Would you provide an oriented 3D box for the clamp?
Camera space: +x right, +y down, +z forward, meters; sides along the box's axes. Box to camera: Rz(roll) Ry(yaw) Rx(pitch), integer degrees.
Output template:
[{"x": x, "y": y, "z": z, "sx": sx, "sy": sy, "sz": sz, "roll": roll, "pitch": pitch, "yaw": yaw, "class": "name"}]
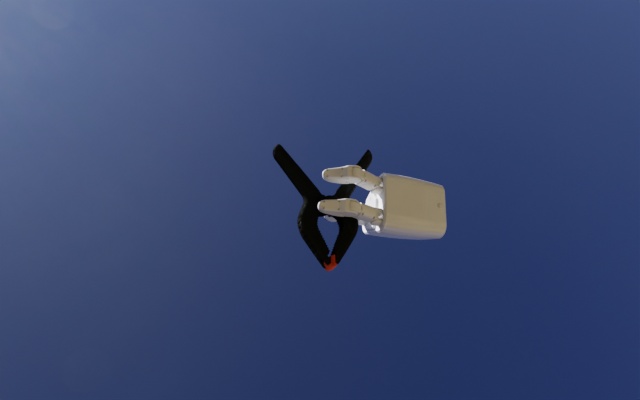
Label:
[{"x": 0.000, "y": 0.003, "z": 0.743, "sx": 0.164, "sy": 0.210, "sz": 0.036, "roll": 8, "pitch": -24, "yaw": -10, "class": "clamp"}]
